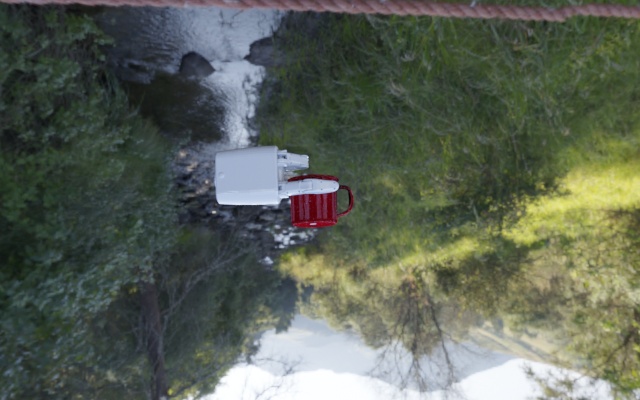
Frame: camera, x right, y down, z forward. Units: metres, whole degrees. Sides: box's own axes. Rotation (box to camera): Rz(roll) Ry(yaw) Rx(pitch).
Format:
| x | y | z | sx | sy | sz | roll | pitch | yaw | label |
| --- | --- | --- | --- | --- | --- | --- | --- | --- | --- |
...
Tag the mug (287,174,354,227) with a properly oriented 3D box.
| x | y | z | sx | sy | sz | roll | pitch | yaw | label |
| --- | --- | --- | --- | --- | --- | --- | --- | --- | --- |
| 0.002 | 0.003 | 0.844 | 0.117 | 0.081 | 0.093 | -3 | -9 | 3 | mug |
